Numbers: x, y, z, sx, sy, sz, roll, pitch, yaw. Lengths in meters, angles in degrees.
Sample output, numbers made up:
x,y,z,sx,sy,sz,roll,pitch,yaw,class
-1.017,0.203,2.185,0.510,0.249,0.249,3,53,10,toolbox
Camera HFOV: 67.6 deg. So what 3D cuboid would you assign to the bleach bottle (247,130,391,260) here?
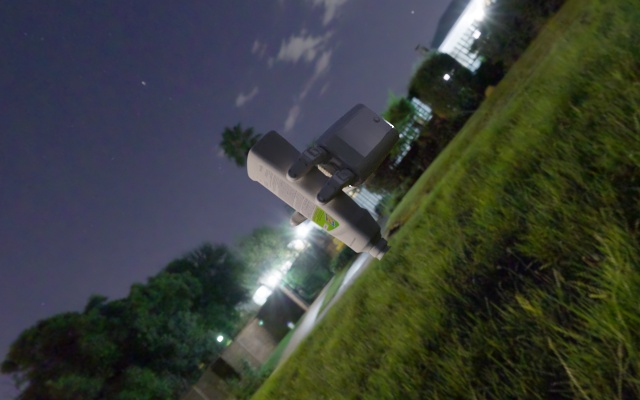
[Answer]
x,y,z,sx,sy,sz,roll,pitch,yaw,class
0.000,0.002,0.734,0.251,0.068,0.103,40,-21,9,bleach bottle
